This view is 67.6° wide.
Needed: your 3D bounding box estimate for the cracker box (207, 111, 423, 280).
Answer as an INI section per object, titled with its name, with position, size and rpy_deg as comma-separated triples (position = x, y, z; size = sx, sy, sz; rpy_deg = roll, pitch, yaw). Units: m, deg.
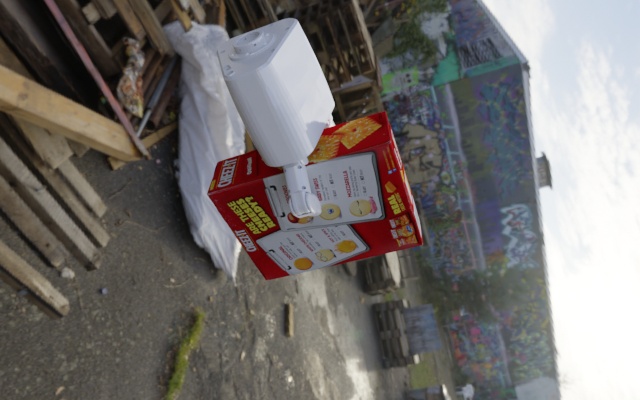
[cracker box]
position = 0.000, 0.002, 0.580
size = 0.214, 0.164, 0.072
rpy_deg = -15, 39, 14
